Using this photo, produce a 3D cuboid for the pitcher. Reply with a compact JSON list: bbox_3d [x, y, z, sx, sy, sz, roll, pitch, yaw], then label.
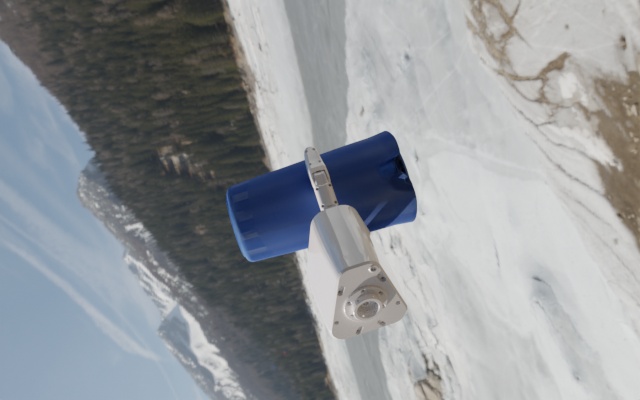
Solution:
[{"bbox_3d":[0.000,0.002,0.670,0.243,0.149,0.145,-17,36,-5],"label":"pitcher"}]
